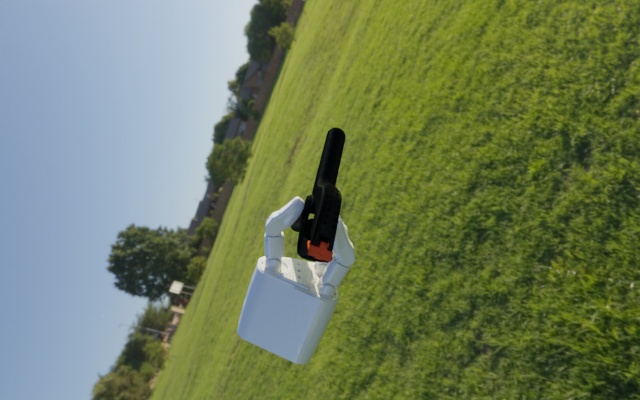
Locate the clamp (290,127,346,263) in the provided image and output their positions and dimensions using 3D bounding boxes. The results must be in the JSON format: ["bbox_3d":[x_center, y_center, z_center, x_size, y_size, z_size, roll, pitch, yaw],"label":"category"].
[{"bbox_3d":[-0.001,0.002,0.589,0.036,0.164,0.210,18,17,-10],"label":"clamp"}]
